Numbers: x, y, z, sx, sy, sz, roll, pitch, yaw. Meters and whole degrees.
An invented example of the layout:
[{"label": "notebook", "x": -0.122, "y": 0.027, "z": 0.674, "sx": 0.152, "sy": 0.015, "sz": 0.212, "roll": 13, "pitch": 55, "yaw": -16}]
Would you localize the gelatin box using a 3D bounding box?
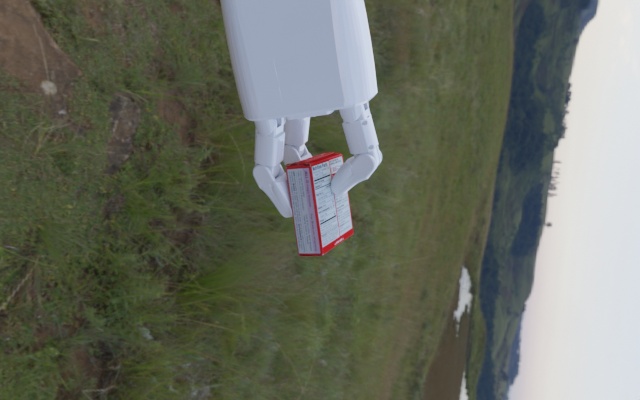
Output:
[{"label": "gelatin box", "x": 0.001, "y": 0.002, "z": 0.466, "sx": 0.030, "sy": 0.089, "sz": 0.073, "roll": -3, "pitch": 11, "yaw": 28}]
